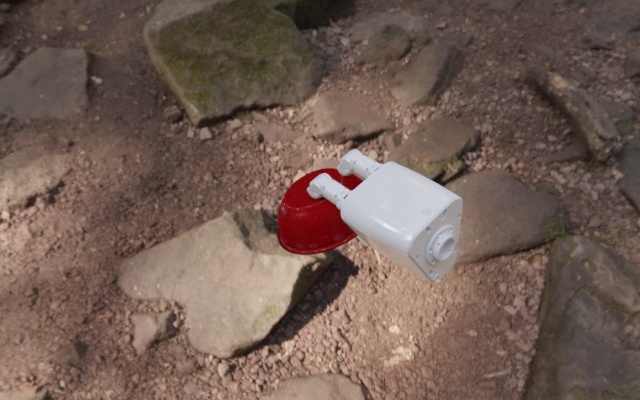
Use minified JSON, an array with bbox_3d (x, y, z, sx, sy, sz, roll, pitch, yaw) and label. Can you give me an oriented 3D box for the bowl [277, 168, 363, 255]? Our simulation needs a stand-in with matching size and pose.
[{"bbox_3d":[-0.001,0.002,0.681,0.162,0.055,0.162,-20,31,13],"label":"bowl"}]
